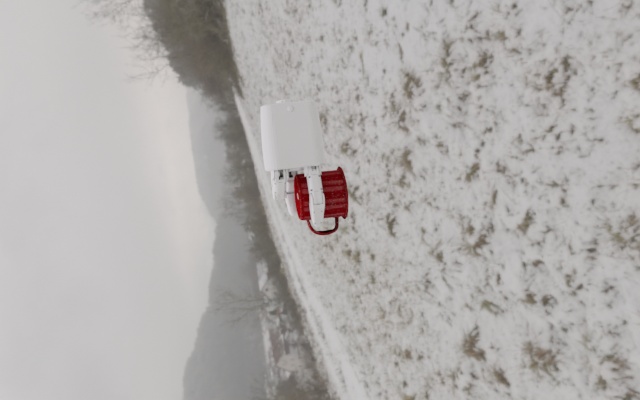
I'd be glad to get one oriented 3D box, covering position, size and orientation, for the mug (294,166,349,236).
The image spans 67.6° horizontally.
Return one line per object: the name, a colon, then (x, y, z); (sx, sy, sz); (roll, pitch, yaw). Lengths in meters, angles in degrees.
mug: (0.000, 0.004, 0.832); (0.081, 0.117, 0.093); (-6, 2, -9)
